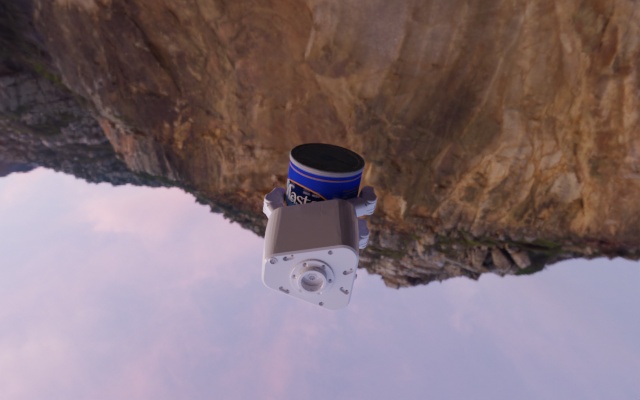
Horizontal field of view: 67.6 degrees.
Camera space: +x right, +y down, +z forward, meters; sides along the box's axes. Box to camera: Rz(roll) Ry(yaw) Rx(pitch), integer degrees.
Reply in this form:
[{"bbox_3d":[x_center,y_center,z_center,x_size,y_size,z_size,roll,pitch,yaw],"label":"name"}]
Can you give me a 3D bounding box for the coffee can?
[{"bbox_3d":[0.000,0.002,0.678,0.103,0.140,0.102,7,27,-4],"label":"coffee can"}]
